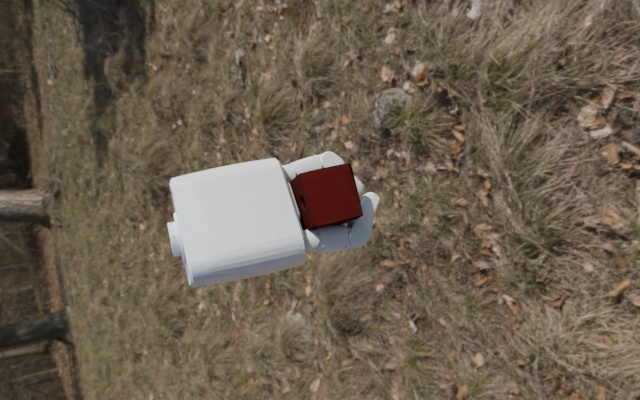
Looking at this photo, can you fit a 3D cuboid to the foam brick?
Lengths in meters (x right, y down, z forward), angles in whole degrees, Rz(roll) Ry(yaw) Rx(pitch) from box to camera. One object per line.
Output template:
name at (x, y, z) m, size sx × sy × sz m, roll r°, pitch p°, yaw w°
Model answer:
foam brick at (0.000, 0.001, 0.469) m, size 0.051 × 0.053 × 0.078 m, roll -12°, pitch -7°, yaw -19°
